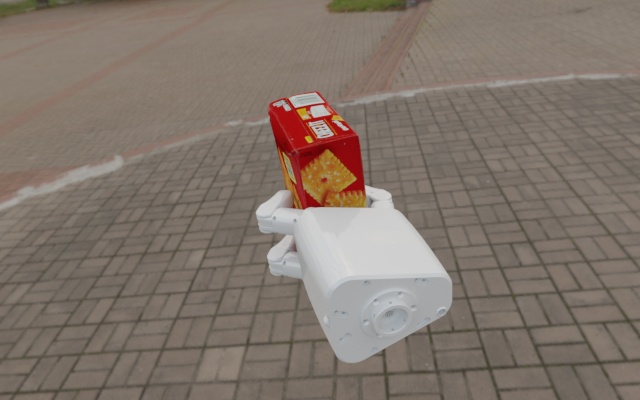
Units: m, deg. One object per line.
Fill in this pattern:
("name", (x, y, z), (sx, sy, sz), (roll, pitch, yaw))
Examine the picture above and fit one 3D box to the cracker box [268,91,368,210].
("cracker box", (0.000, 0.002, 0.551), (0.072, 0.214, 0.164), (-14, 30, -9))
